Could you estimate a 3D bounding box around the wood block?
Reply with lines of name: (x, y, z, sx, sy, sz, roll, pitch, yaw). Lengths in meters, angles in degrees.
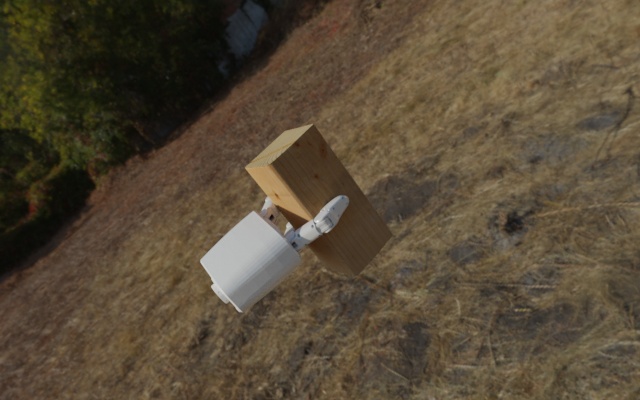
wood block: (0.000, 0.002, 0.694, 0.090, 0.206, 0.091, -45, 22, -21)
